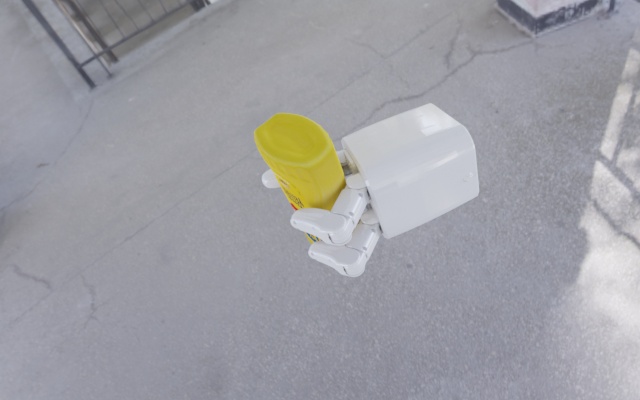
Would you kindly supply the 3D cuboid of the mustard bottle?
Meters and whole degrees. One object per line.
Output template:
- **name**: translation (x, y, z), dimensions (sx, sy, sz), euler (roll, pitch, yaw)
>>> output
- **mustard bottle**: translation (0.000, 0.002, 0.504), dimensions (0.096, 0.058, 0.192), euler (35, -21, 40)
